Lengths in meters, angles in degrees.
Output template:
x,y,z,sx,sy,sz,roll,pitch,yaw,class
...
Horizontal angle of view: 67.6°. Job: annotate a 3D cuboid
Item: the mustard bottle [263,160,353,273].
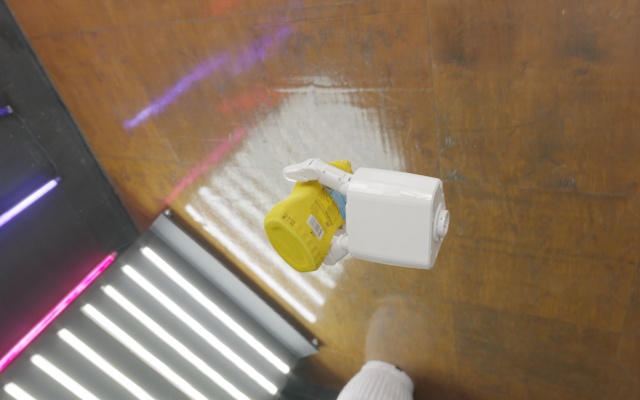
x,y,z,sx,sy,sz,roll,pitch,yaw,class
0.000,0.002,0.664,0.058,0.096,0.191,-15,29,40,mustard bottle
